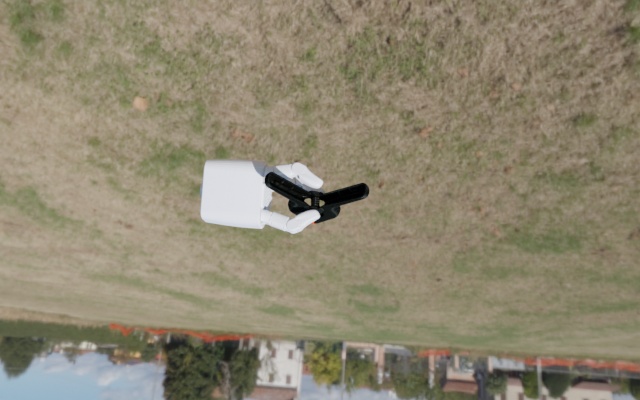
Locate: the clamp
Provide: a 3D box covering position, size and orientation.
[{"bbox_3d":[0.000,0.004,0.828,0.164,0.036,0.210,6,-18,6],"label":"clamp"}]
